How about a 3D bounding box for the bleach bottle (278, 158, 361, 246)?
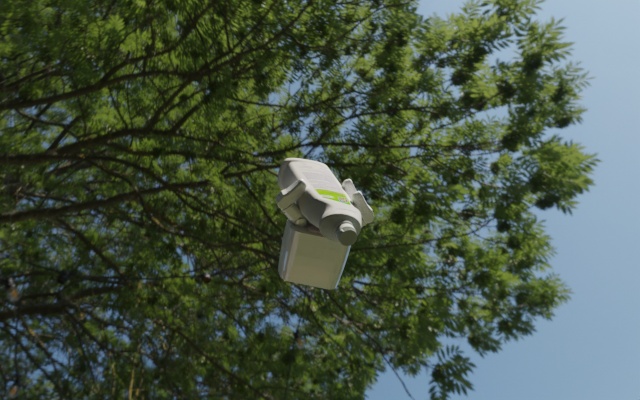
[{"bbox_3d":[0.000,0.003,0.816,0.102,0.068,0.250,6,23,-19],"label":"bleach bottle"}]
